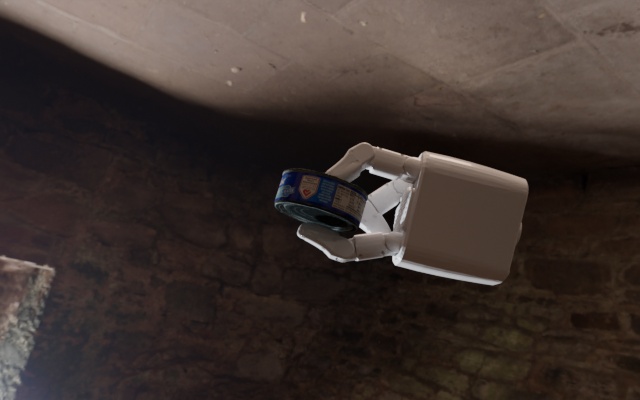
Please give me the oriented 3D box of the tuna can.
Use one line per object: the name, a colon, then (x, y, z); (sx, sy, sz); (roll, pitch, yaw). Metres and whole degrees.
tuna can: (0.000, 0.002, 0.458); (0.086, 0.033, 0.086); (16, -14, 4)
